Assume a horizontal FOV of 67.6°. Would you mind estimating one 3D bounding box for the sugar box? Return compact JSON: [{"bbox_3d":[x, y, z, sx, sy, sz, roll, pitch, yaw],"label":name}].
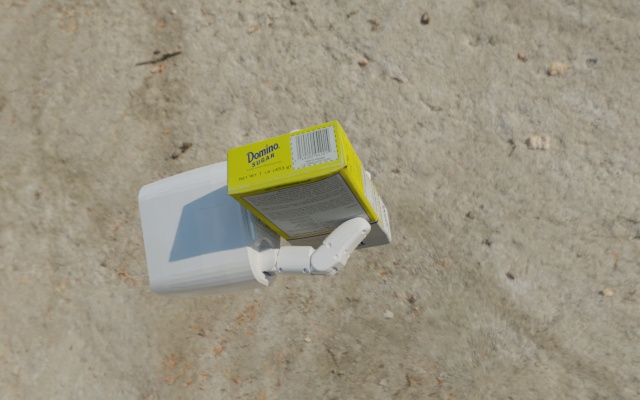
[{"bbox_3d":[0.000,0.001,0.422,0.093,0.048,0.176,-12,-23,14],"label":"sugar box"}]
